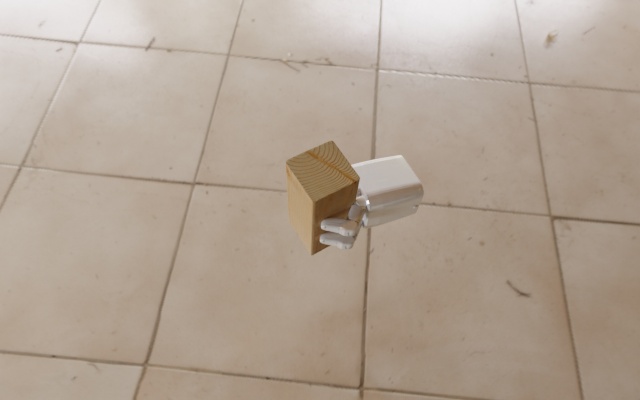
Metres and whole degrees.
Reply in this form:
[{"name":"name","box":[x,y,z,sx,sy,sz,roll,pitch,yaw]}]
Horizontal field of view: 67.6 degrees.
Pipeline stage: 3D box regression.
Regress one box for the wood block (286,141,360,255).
[{"name":"wood block","box":[0.000,0.002,0.840,0.090,0.090,0.206,-26,-26,-16]}]
